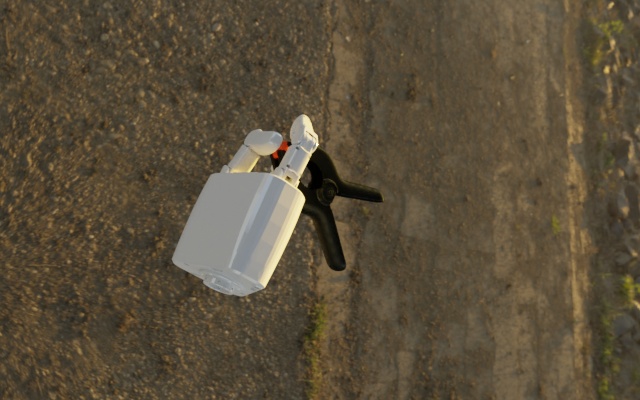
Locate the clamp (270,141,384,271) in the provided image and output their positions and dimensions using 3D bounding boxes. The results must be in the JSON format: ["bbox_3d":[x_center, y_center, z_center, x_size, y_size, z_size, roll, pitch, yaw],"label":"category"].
[{"bbox_3d":[0.000,0.002,0.561,0.171,0.120,0.039,36,-28,-29],"label":"clamp"}]
